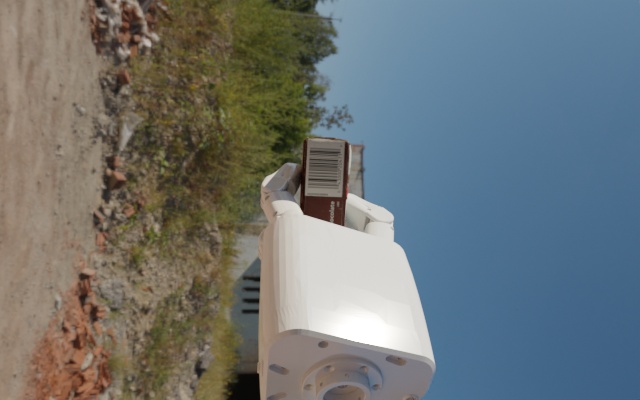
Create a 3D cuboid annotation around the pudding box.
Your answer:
[{"bbox_3d":[0.000,0.001,0.424,0.039,0.113,0.090,4,6,-5],"label":"pudding box"}]
